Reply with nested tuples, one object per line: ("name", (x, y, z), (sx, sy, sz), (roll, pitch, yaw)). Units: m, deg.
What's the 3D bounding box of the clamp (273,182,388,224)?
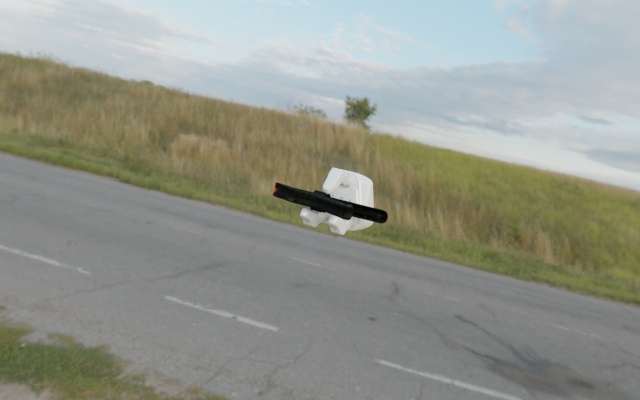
("clamp", (0.000, 0.002, 0.835), (0.210, 0.036, 0.164), (15, 2, 22))
